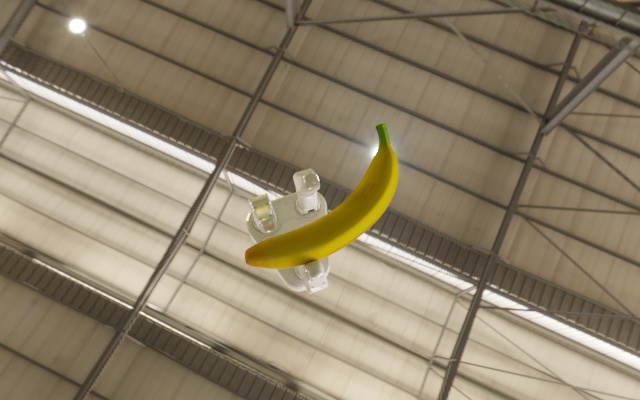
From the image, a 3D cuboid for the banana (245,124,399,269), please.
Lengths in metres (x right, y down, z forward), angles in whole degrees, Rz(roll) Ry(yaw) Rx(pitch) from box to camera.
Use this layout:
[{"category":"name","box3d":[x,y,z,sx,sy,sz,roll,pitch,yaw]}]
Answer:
[{"category":"banana","box3d":[0.016,0.012,0.481,0.198,0.069,0.037,-44,-5,-11]}]
